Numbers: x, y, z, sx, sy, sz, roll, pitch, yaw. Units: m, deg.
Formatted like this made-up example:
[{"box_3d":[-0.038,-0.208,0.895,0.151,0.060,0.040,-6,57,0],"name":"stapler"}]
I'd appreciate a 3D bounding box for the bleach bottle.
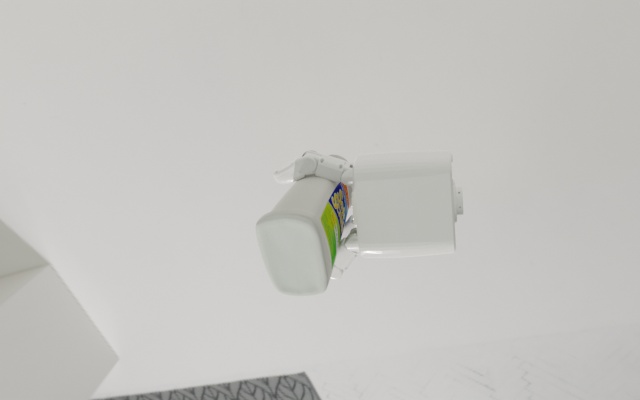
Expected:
[{"box_3d":[0.000,0.002,0.579,0.068,0.103,0.250,-3,27,16],"name":"bleach bottle"}]
